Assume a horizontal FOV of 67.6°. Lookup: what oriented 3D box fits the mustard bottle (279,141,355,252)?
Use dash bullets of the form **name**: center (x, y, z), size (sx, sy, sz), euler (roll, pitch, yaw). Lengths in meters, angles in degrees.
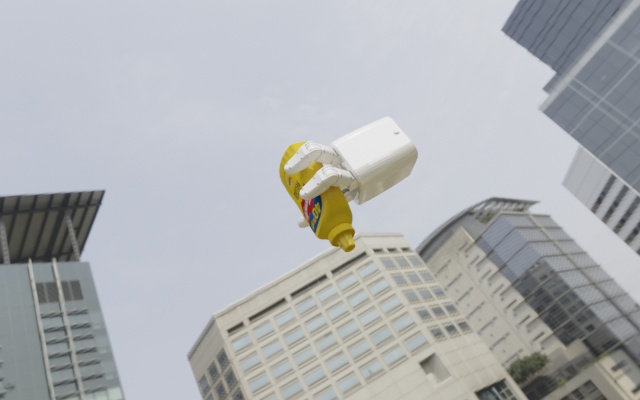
- **mustard bottle**: center (0.000, 0.002, 0.739), size (0.058, 0.191, 0.096), euler (-14, -38, -28)
